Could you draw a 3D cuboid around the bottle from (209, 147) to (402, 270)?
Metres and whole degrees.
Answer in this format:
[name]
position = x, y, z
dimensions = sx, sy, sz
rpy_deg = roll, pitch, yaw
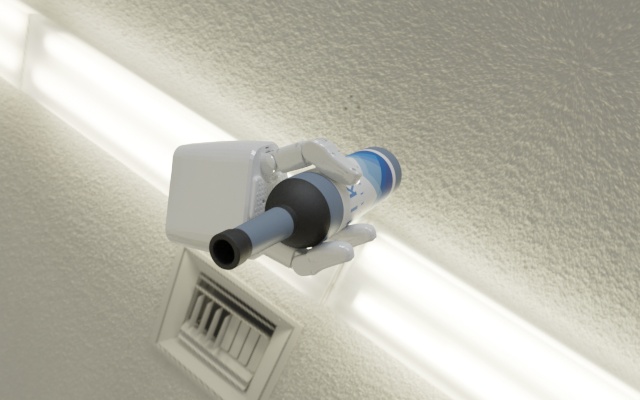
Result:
[bottle]
position = 0.000, 0.001, 0.460
dimensions = 0.069, 0.069, 0.295
rpy_deg = 0, 14, 28
